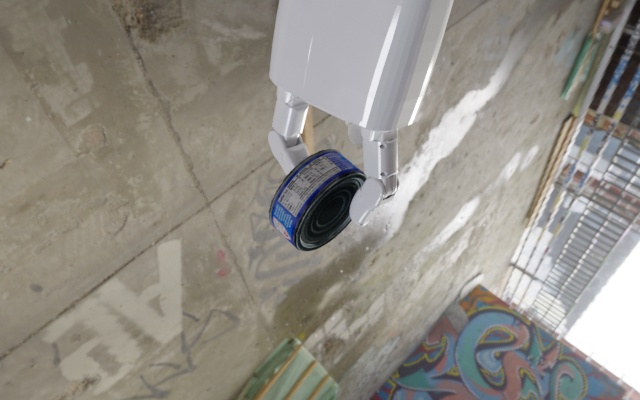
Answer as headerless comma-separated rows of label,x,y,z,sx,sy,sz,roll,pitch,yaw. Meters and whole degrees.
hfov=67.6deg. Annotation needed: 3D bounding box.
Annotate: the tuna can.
tuna can,0.000,0.002,0.402,0.033,0.086,0.086,42,21,26
